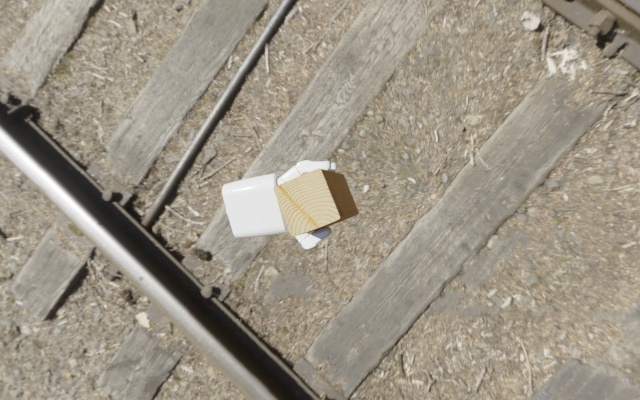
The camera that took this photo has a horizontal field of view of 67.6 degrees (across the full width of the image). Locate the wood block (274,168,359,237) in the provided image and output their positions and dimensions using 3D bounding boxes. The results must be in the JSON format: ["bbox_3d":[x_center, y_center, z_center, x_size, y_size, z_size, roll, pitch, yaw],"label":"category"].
[{"bbox_3d":[0.000,0.003,0.871,0.090,0.091,0.206,-22,-4,13],"label":"wood block"}]
